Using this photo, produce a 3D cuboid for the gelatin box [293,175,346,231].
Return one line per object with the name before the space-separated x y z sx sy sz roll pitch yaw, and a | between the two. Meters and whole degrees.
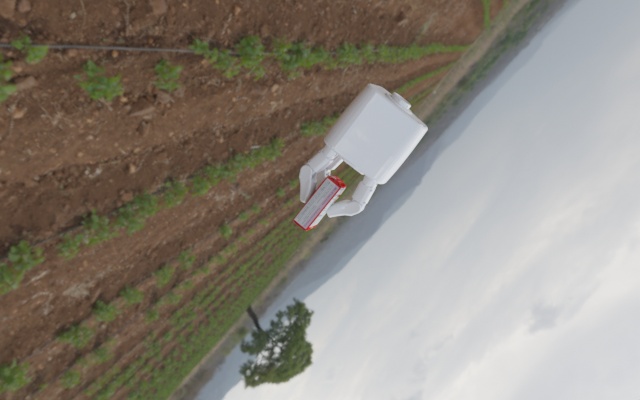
gelatin box | 0.000 0.003 0.739 0.030 0.089 0.073 39 7 6
